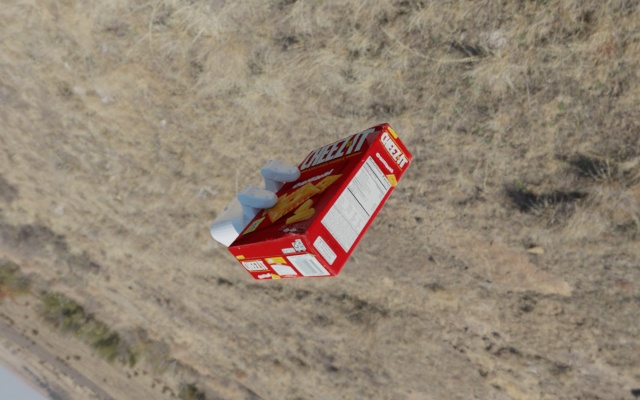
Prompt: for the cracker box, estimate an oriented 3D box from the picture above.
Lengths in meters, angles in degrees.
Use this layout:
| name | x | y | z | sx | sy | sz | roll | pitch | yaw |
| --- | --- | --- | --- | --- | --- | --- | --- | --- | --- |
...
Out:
| name | x | y | z | sx | sy | sz | roll | pitch | yaw |
| --- | --- | --- | --- | --- | --- | --- | --- | --- | --- |
| cracker box | 0.000 | 0.002 | 0.621 | 0.164 | 0.072 | 0.213 | -13 | 32 | 49 |
